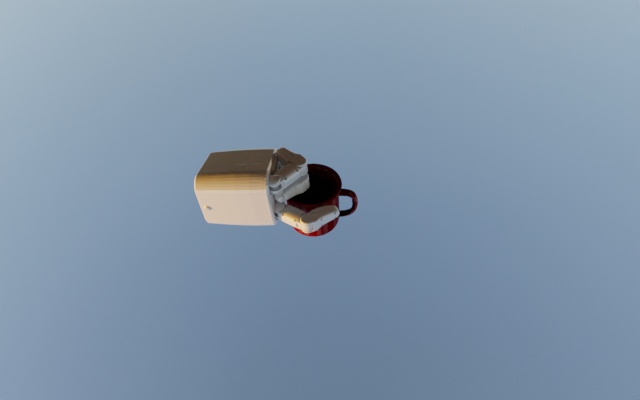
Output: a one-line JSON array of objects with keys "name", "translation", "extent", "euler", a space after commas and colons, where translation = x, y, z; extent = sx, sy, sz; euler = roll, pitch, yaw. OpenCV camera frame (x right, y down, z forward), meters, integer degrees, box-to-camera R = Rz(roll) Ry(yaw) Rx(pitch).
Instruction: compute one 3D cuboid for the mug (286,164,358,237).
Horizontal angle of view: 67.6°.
[{"name": "mug", "translation": [0.002, 0.003, 0.752], "extent": [0.117, 0.093, 0.082], "euler": [0, -43, 4]}]
